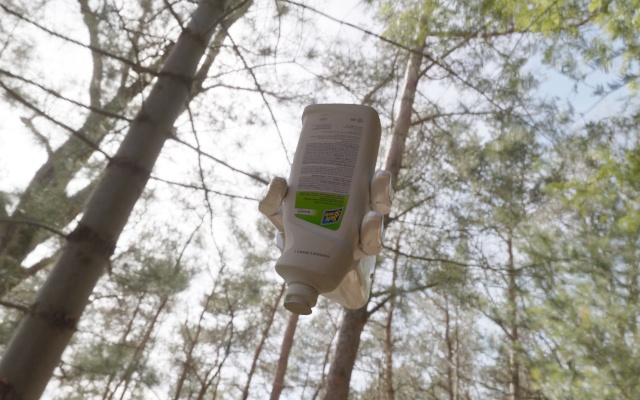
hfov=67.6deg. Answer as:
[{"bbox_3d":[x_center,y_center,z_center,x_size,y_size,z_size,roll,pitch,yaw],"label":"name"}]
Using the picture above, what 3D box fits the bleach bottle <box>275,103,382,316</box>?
[{"bbox_3d":[0.000,0.002,0.519,0.102,0.250,0.068,3,-36,19],"label":"bleach bottle"}]
